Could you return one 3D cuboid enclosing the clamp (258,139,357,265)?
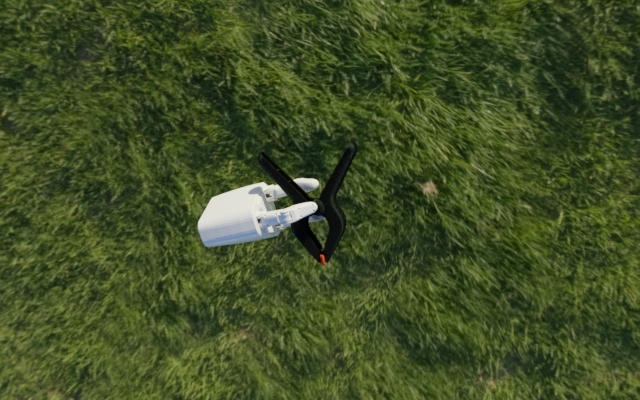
[{"bbox_3d":[0.000,0.003,0.785,0.164,0.210,0.036,-13,12,16],"label":"clamp"}]
